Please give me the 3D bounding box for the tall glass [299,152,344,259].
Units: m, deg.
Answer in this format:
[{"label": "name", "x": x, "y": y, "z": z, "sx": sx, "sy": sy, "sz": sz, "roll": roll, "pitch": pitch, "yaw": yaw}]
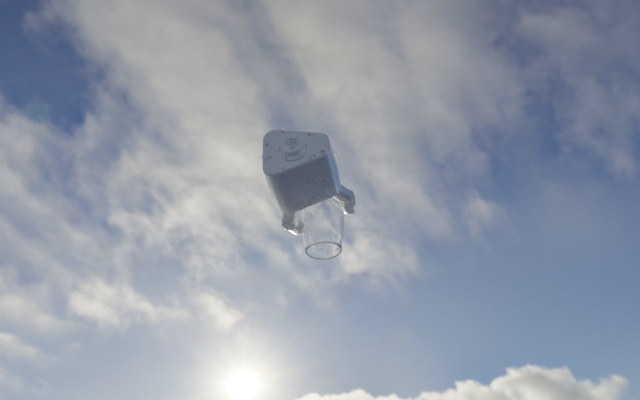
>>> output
[{"label": "tall glass", "x": 0.000, "y": 0.002, "z": 0.859, "sx": 0.079, "sy": 0.201, "sz": 0.079, "roll": -3, "pitch": -33, "yaw": -2}]
